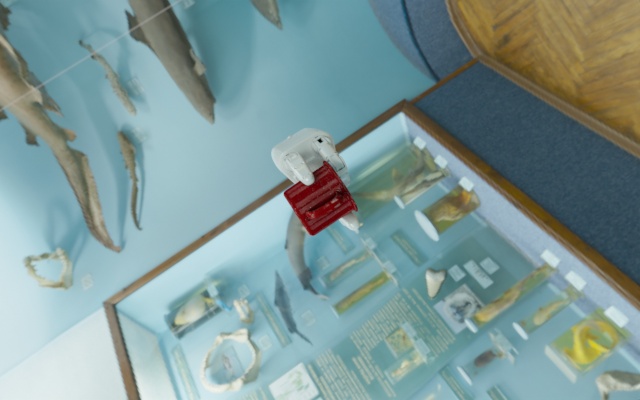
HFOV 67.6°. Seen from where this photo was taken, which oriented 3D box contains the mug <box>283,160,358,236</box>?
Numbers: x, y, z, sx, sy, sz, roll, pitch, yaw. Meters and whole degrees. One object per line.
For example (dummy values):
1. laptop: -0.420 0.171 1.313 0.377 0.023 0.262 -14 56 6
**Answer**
1. mug: 0.000 0.003 0.710 0.081 0.093 0.117 -34 16 -4
